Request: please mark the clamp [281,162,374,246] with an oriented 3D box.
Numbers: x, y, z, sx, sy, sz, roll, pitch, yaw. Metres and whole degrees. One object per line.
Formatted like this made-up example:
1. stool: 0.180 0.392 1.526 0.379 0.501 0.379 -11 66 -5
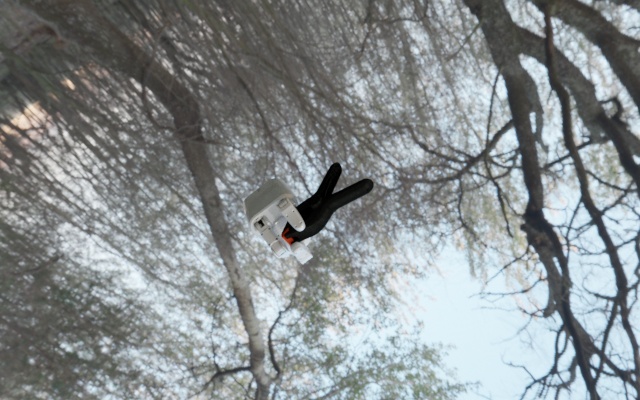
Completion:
1. clamp: 0.000 0.003 0.806 0.171 0.039 0.120 -38 27 -1
